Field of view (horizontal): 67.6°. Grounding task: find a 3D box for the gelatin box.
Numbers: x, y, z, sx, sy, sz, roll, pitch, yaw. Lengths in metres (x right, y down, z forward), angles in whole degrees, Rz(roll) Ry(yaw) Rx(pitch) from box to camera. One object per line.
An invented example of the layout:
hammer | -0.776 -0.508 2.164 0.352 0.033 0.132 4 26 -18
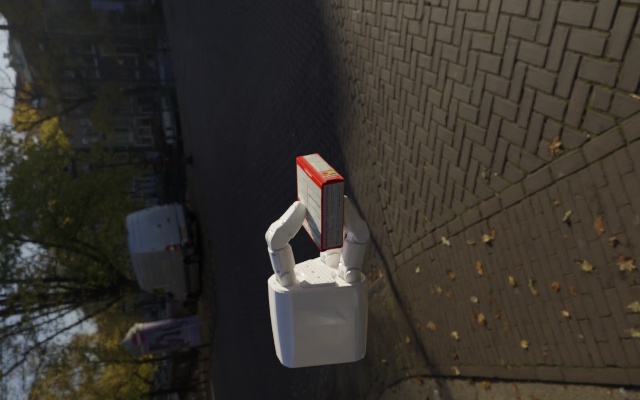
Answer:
gelatin box | 0.000 0.002 0.539 0.030 0.089 0.073 -12 32 -19
